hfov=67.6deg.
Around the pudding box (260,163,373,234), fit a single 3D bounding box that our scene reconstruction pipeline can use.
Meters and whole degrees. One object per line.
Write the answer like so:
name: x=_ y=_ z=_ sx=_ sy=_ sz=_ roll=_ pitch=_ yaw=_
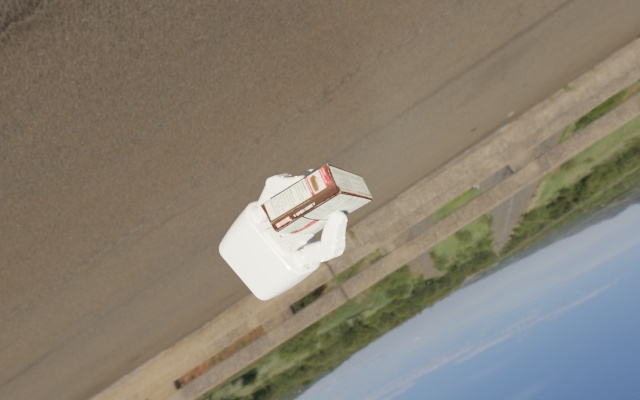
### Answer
pudding box: x=0.000 y=0.002 z=0.543 sx=0.090 sy=0.039 sz=0.113 roll=-32 pitch=-14 yaw=18
